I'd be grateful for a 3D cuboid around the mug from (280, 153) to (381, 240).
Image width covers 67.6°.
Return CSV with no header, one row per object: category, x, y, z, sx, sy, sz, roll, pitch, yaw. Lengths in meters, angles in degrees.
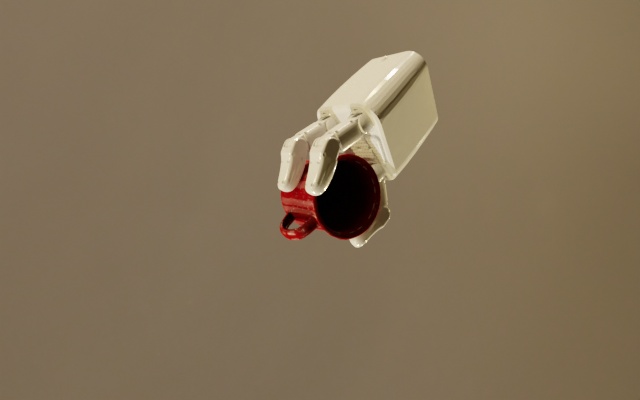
mug,-0.001,0.003,0.542,0.117,0.093,0.081,-47,27,-23
